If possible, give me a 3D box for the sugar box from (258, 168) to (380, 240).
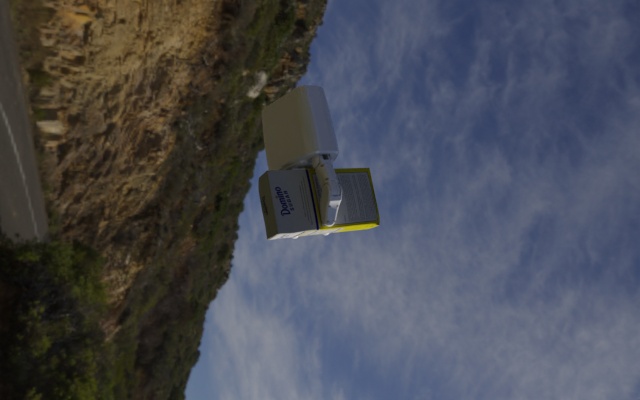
[{"bbox_3d":[0.000,0.002,0.703,0.176,0.093,0.048,-4,-14,-29],"label":"sugar box"}]
